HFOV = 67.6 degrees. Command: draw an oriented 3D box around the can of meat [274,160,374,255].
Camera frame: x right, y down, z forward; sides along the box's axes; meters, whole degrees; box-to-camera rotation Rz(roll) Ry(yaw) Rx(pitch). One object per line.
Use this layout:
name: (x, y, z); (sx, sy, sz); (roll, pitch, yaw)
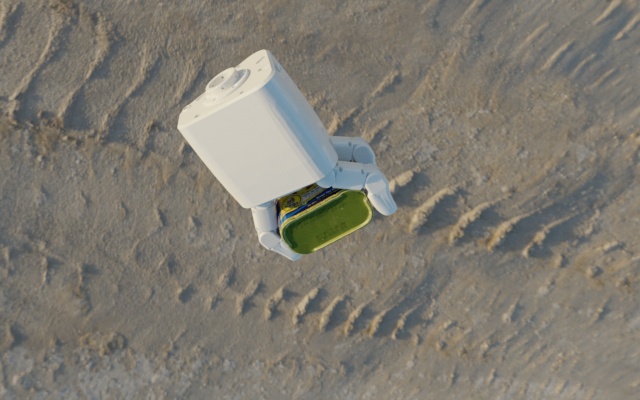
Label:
can of meat: (0.000, 0.002, 0.516); (0.102, 0.057, 0.084); (-29, 33, 7)
